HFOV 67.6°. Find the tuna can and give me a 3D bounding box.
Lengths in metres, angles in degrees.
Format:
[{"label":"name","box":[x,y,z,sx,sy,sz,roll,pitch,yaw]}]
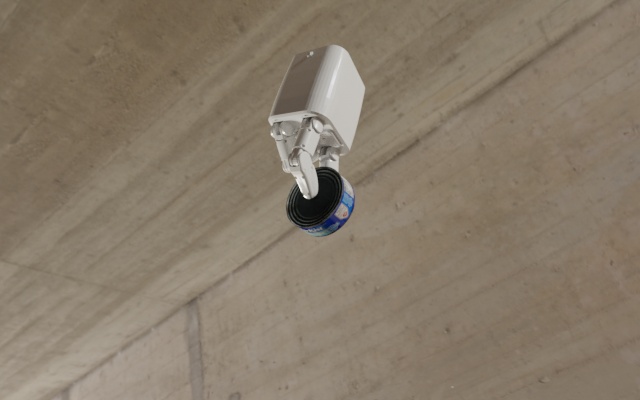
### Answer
[{"label":"tuna can","box":[0.000,0.002,0.603,0.086,0.086,0.034,0,-27,38]}]
